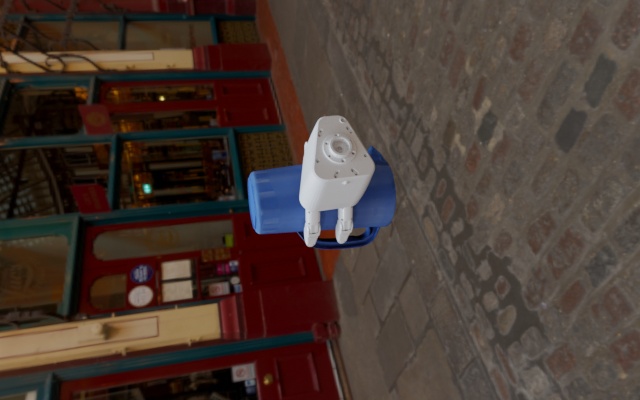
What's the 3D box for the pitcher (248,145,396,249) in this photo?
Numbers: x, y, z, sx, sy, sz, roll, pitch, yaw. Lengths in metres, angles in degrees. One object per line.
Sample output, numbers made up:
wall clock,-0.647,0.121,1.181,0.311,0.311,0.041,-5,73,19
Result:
pitcher,0.000,0.003,0.841,0.243,0.149,0.145,-6,-21,-14
